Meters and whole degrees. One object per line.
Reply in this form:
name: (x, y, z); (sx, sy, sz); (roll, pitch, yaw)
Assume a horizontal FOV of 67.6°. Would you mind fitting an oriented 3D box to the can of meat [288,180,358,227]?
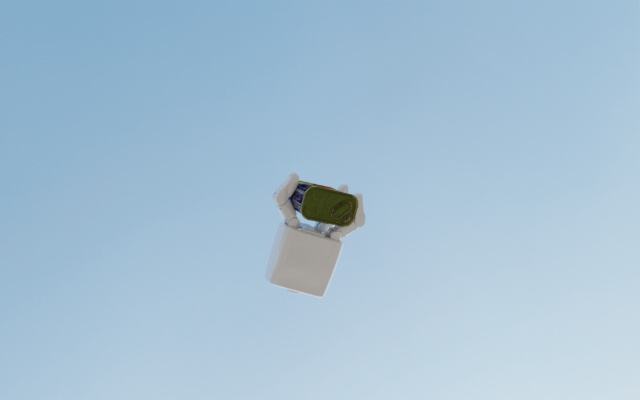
can of meat: (0.000, 0.003, 0.824); (0.102, 0.057, 0.084); (12, 7, -26)
